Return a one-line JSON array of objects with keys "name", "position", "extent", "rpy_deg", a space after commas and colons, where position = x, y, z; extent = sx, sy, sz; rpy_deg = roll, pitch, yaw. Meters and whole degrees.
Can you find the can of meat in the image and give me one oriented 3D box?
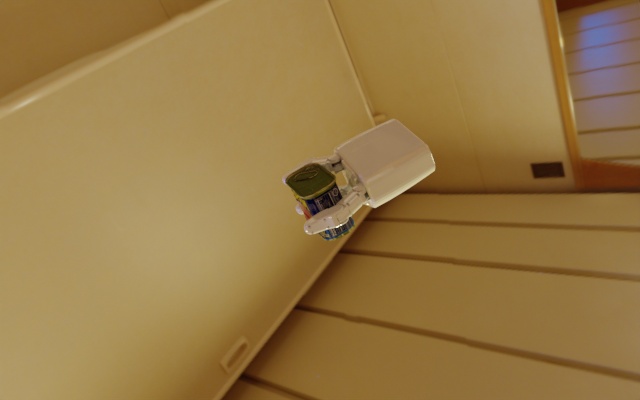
[{"name": "can of meat", "position": [0.000, 0.003, 0.696], "extent": [0.057, 0.084, 0.102], "rpy_deg": [-31, 27, -9]}]
